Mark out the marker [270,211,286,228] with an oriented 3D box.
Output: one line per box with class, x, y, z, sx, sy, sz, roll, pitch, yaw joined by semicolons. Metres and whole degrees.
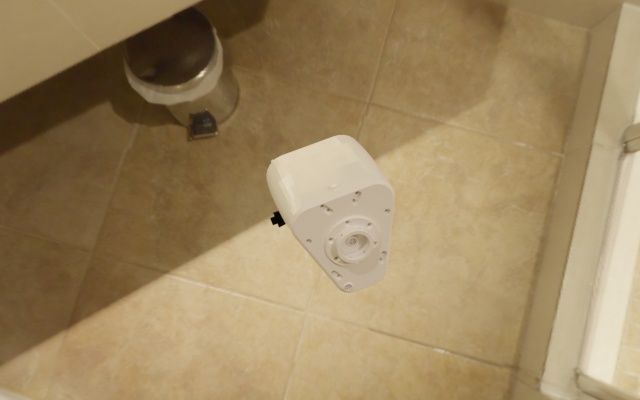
marker;0.000;0.002;0.547;0.121;0.020;0.020;-22;2;-5
